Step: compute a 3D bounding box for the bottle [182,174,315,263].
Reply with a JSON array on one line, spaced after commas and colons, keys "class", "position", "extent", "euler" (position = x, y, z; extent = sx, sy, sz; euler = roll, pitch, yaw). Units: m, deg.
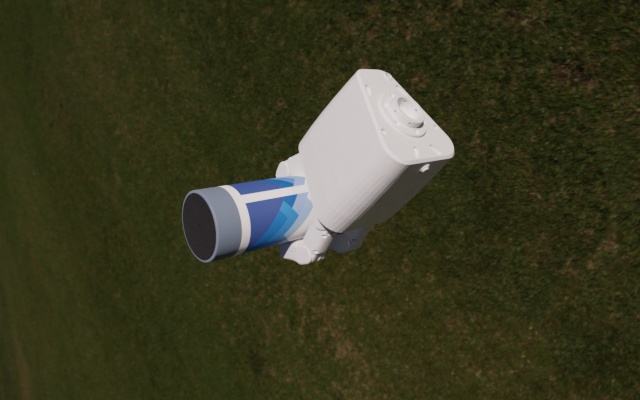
[{"class": "bottle", "position": [0.000, 0.002, 0.524], "extent": [0.295, 0.069, 0.069], "euler": [-11, 7, -41]}]
